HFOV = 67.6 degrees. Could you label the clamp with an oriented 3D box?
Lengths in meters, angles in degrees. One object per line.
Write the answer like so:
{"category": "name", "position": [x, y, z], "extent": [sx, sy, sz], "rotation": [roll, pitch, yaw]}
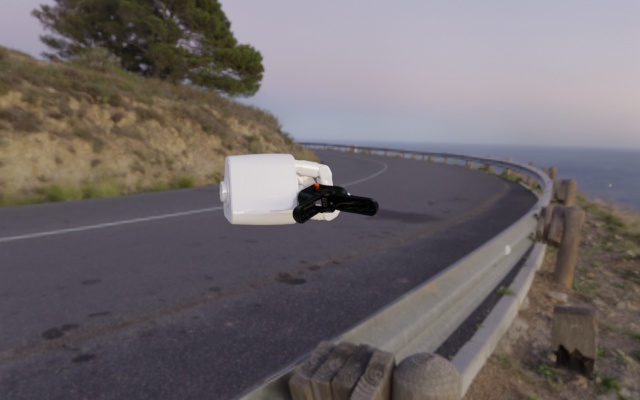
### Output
{"category": "clamp", "position": [0.000, 0.002, 0.719], "extent": [0.120, 0.039, 0.171], "rotation": [-2, 9, -19]}
